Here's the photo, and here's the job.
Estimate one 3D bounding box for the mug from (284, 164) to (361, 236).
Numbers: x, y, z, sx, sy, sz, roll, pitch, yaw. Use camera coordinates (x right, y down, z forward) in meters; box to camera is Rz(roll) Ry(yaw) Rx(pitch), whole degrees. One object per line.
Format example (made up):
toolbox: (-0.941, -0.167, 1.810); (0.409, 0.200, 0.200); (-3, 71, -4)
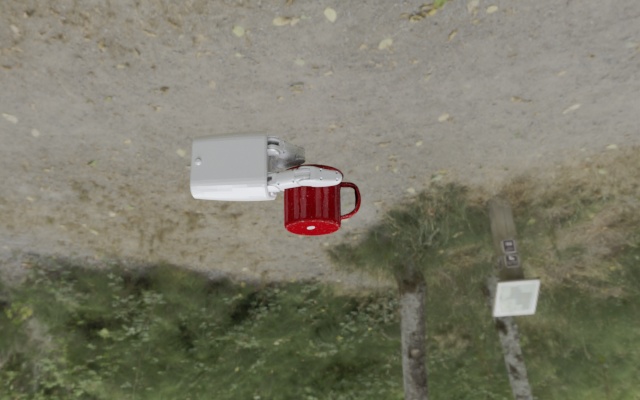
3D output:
mug: (0.002, 0.002, 0.690); (0.117, 0.081, 0.093); (-2, -19, 3)
